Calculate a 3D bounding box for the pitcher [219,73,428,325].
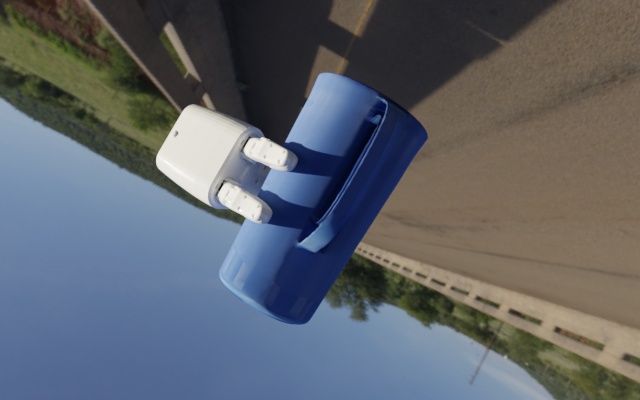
[{"bbox_3d":[0.000,0.002,0.493,0.145,0.243,0.149,28,-3,30],"label":"pitcher"}]
